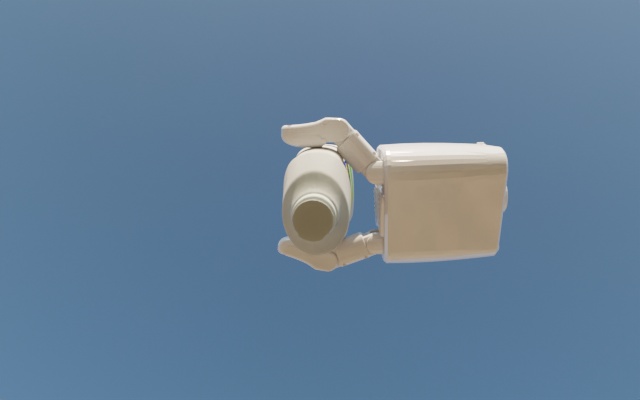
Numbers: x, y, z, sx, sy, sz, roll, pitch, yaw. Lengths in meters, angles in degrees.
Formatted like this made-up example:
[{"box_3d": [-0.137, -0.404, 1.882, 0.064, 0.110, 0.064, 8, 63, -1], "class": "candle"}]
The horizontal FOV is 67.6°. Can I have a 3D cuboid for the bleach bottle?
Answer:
[{"box_3d": [0.000, 0.001, 0.443, 0.068, 0.102, 0.251, -2, 9, 3], "class": "bleach bottle"}]
